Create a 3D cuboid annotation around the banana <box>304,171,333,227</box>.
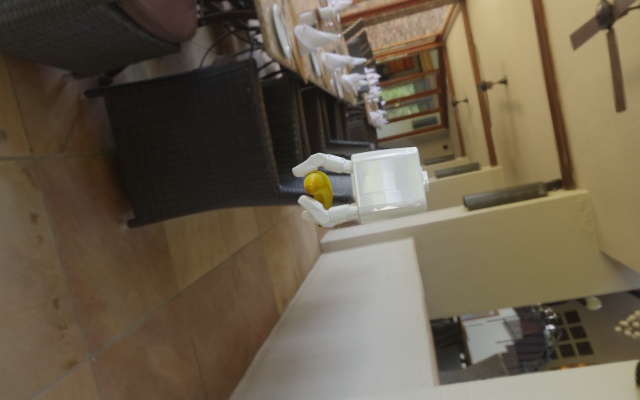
[{"bbox_3d":[0.000,-0.014,0.838,0.037,0.069,0.198,-5,-21,6],"label":"banana"}]
